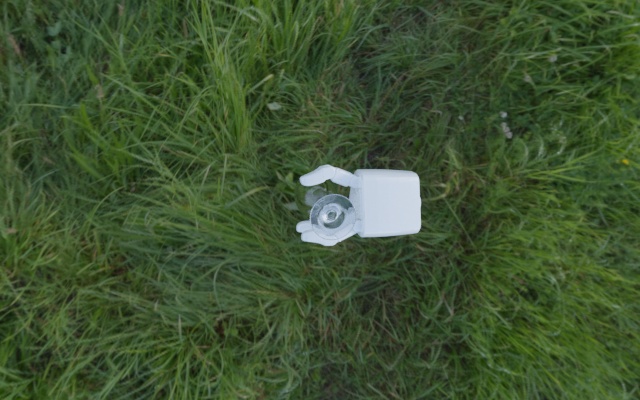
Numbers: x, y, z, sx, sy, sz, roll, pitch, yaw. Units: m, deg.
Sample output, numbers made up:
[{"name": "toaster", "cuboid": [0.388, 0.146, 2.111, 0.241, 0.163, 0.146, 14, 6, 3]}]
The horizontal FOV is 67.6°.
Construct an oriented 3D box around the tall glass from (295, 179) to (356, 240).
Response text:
[{"name": "tall glass", "cuboid": [0.000, 0.003, 0.835, 0.079, 0.079, 0.201, 0, 14, -12]}]
